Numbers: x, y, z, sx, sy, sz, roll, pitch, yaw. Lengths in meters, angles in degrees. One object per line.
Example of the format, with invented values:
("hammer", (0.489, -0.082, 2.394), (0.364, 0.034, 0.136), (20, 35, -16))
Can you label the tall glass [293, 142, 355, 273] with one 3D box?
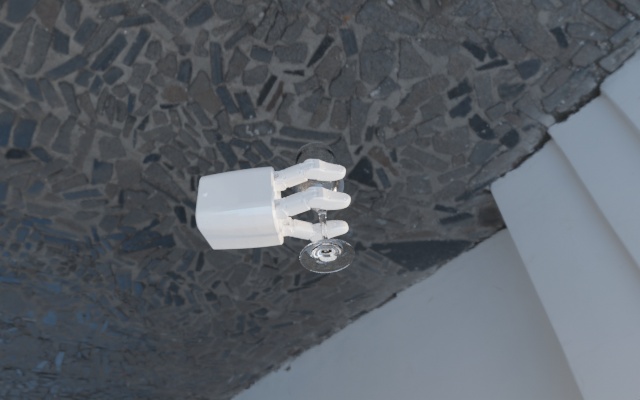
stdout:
("tall glass", (0.000, 0.003, 0.701), (0.079, 0.200, 0.079), (-4, -43, -3))
